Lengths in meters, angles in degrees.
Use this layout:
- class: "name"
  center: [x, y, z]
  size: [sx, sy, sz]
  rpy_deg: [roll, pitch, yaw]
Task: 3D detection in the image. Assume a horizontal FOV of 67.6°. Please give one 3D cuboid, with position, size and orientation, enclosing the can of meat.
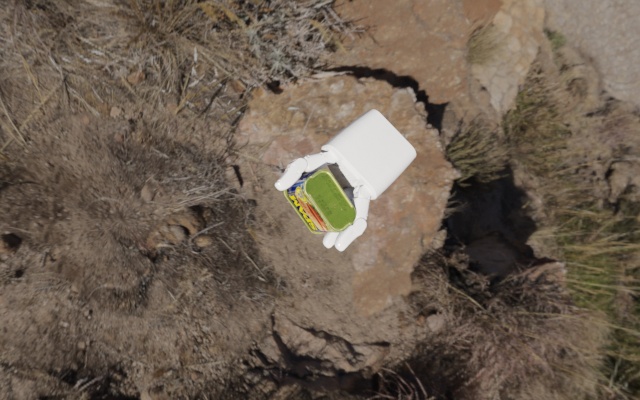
- class: "can of meat"
  center: [0.000, 0.002, 0.734]
  size: [0.057, 0.102, 0.084]
  rpy_deg: [-39, 12, -20]
